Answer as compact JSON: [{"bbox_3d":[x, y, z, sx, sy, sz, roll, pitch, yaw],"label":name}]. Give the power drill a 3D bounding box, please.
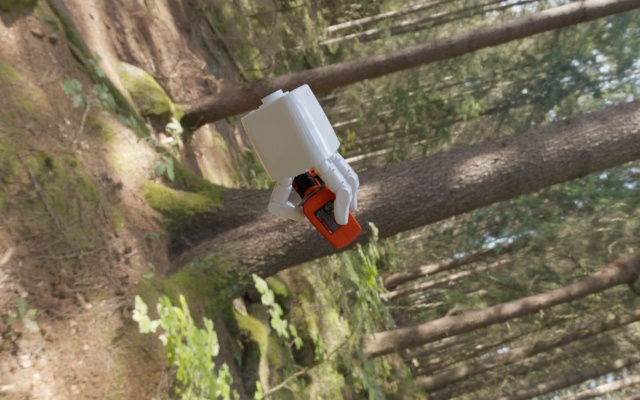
[{"bbox_3d":[0.000,0.003,0.802,0.184,0.057,0.187,48,2,-31],"label":"power drill"}]
